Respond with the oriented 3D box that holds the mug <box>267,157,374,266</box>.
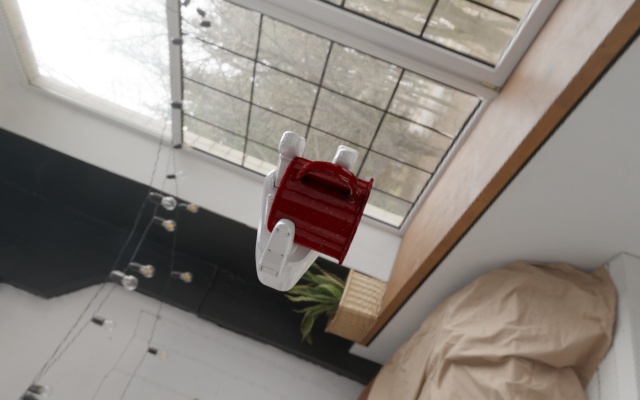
[{"bbox_3d":[0.000,0.001,0.461,0.081,0.093,0.117,21,-29,2],"label":"mug"}]
